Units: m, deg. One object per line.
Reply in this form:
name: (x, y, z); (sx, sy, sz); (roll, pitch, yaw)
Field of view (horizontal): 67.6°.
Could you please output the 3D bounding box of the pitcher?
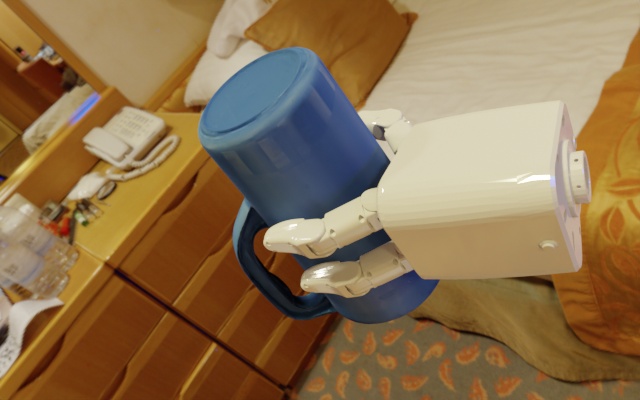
pitcher: (0.000, 0.001, 0.419); (0.145, 0.149, 0.243); (-5, -41, 36)
